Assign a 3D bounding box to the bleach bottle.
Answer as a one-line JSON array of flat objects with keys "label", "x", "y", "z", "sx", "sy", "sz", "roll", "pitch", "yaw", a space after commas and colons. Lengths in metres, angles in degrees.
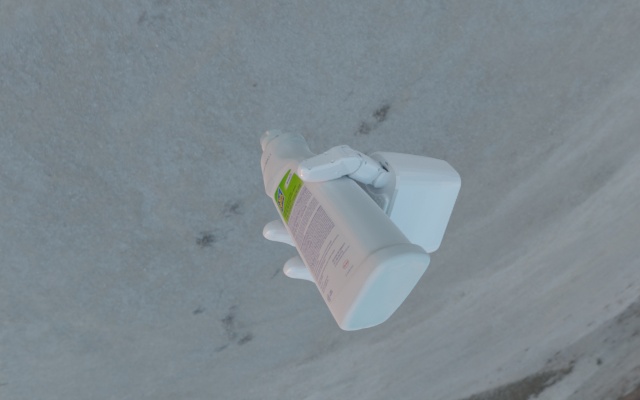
[{"label": "bleach bottle", "x": 0.000, "y": 0.002, "z": 0.486, "sx": 0.068, "sy": 0.103, "sz": 0.250, "roll": 0, "pitch": 41, "yaw": -36}]
